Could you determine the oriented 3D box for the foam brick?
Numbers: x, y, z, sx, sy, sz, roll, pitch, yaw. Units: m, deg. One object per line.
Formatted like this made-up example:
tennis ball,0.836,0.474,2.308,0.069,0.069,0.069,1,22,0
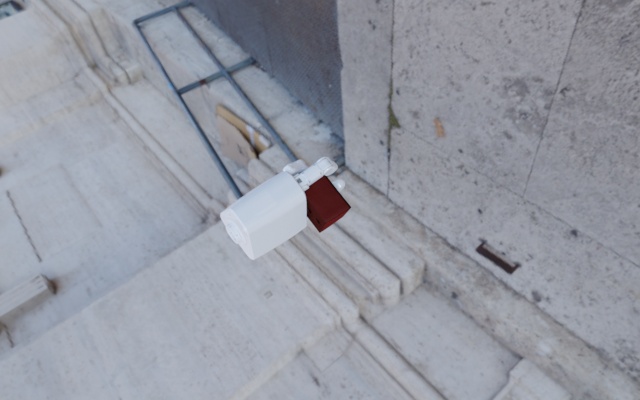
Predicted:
foam brick,0.000,0.003,0.756,0.051,0.078,0.053,-34,-11,-22
